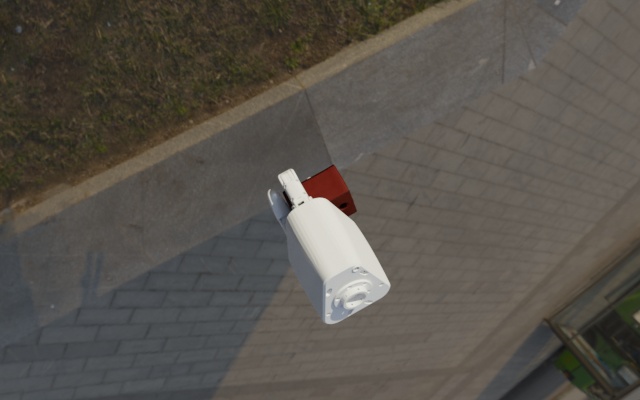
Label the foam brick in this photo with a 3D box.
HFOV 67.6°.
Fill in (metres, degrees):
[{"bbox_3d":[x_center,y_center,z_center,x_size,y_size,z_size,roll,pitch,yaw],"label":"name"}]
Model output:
[{"bbox_3d":[0.000,0.002,0.624,0.078,0.051,0.053,-29,-37,-3],"label":"foam brick"}]
